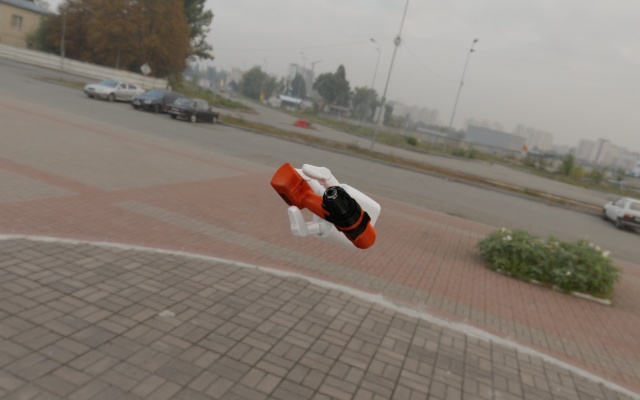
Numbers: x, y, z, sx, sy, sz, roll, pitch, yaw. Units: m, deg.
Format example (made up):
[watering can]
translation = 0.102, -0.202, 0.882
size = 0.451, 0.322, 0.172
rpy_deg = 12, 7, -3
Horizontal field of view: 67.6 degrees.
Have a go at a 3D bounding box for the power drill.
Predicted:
[power drill]
translation = 0.000, 0.003, 0.830
size = 0.187, 0.057, 0.184
rpy_deg = 32, -13, 35
